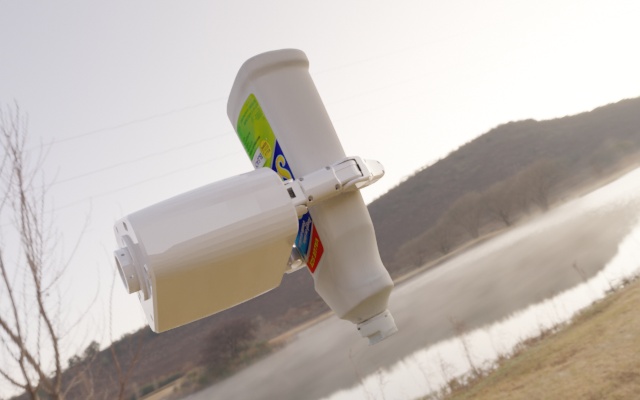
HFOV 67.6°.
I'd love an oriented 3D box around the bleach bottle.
[{"bbox_3d":[0.000,0.001,0.414,0.068,0.250,0.103,-20,-13,-29],"label":"bleach bottle"}]
